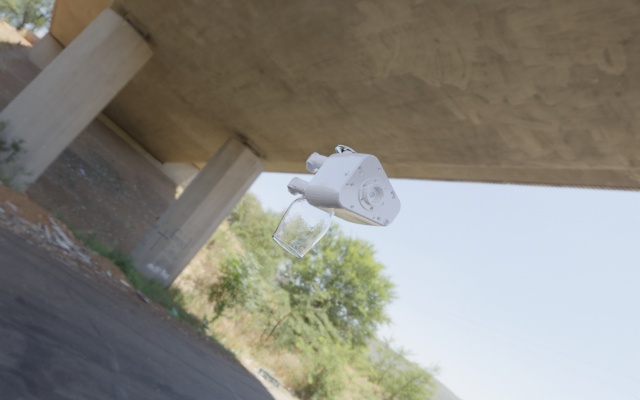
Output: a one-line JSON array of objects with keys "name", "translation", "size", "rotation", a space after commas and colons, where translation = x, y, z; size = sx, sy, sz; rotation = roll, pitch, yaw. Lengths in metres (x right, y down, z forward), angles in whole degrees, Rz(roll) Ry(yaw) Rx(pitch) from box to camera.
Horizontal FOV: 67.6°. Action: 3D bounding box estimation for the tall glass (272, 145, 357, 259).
[{"name": "tall glass", "translation": [0.001, 0.002, 0.830], "size": [0.079, 0.201, 0.079], "rotation": [35, -14, 10]}]
